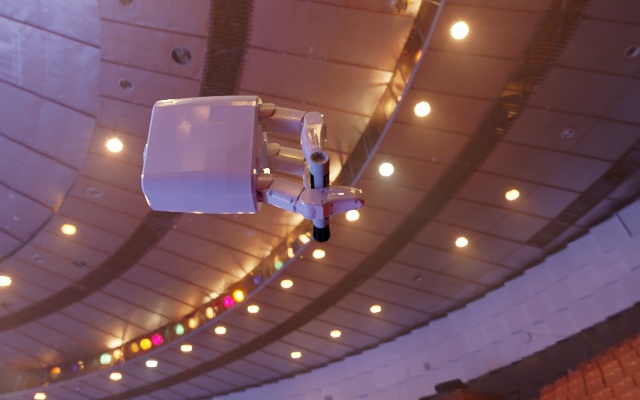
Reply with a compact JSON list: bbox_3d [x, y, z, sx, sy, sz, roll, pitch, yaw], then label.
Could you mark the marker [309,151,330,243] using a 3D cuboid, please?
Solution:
[{"bbox_3d":[0.000,0.001,0.468,0.020,0.020,0.121,0,-41,1],"label":"marker"}]
